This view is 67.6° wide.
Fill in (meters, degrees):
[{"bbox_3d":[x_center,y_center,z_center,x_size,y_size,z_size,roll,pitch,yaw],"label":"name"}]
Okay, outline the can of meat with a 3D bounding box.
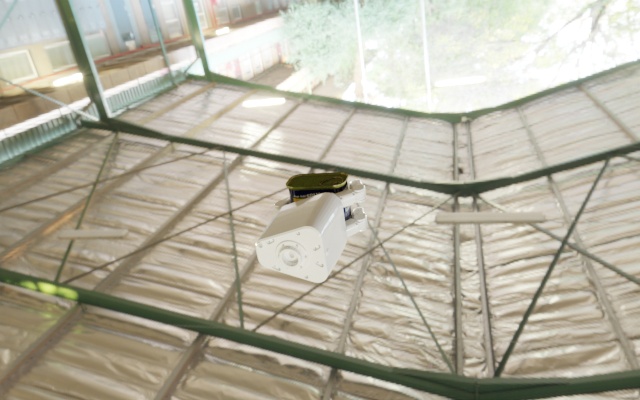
[{"bbox_3d":[0.000,0.003,0.798,0.102,0.084,0.057,-2,25,16],"label":"can of meat"}]
